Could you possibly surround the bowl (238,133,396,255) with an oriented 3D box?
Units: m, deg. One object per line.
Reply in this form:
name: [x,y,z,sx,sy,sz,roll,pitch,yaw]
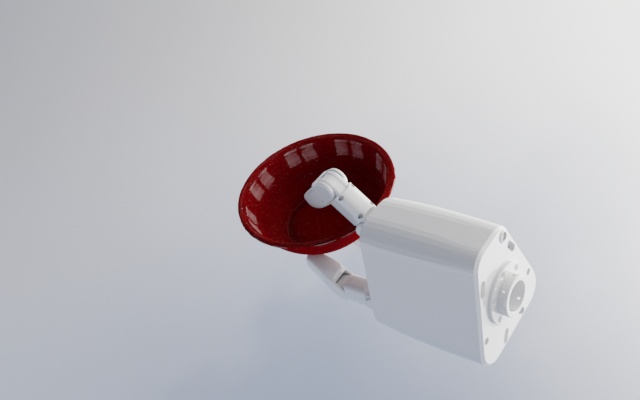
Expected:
bowl: [-0.001,0.001,0.492,0.162,0.162,0.055,0,-43,21]
